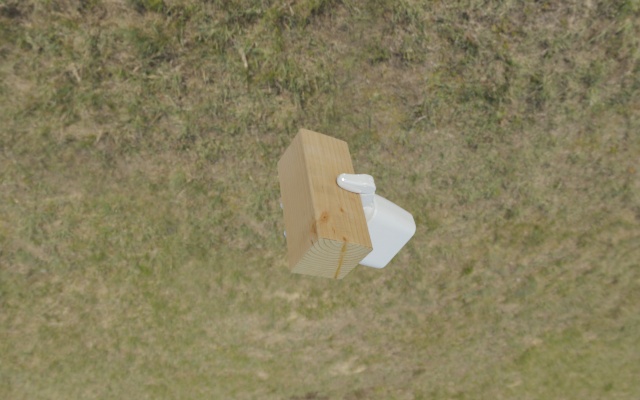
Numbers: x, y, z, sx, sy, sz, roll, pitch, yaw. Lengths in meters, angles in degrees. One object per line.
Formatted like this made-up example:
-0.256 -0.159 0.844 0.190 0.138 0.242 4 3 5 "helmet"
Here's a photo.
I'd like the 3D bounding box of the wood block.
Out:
0.001 0.002 0.722 0.090 0.206 0.091 13 -43 -28 "wood block"
